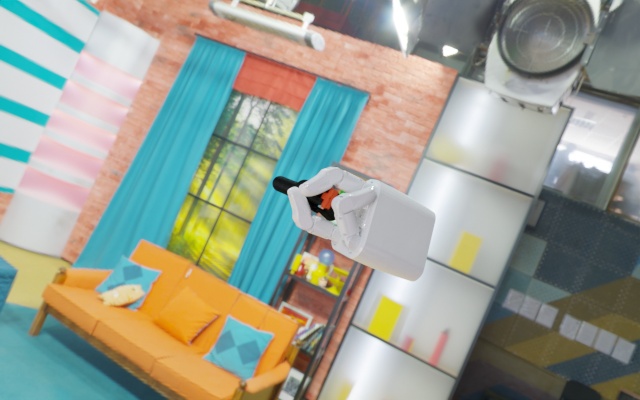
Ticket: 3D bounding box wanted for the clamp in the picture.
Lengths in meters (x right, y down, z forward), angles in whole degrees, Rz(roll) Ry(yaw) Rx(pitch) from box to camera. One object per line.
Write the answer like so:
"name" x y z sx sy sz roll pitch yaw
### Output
"clamp" 0.000 0.002 0.711 0.120 0.039 0.171 25 -3 -22
